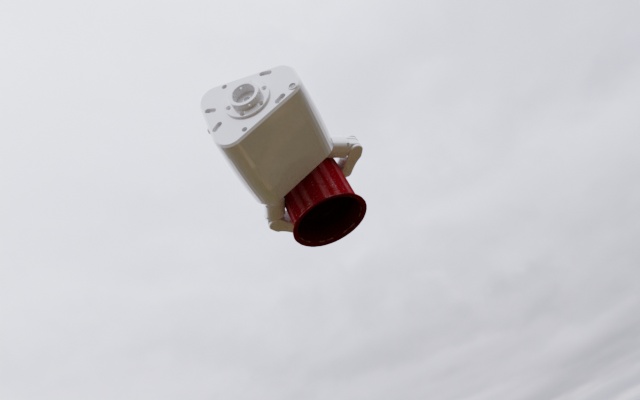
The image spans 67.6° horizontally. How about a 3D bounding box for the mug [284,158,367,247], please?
[{"bbox_3d":[0.000,0.002,0.585,0.093,0.081,0.117,-28,-36,0],"label":"mug"}]
